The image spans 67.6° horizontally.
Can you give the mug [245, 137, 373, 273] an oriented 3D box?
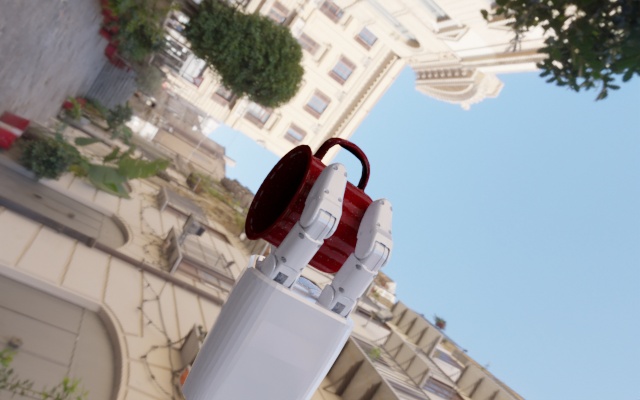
[{"bbox_3d":[0.001,0.000,0.417,0.081,0.117,0.093,33,-1,-24],"label":"mug"}]
